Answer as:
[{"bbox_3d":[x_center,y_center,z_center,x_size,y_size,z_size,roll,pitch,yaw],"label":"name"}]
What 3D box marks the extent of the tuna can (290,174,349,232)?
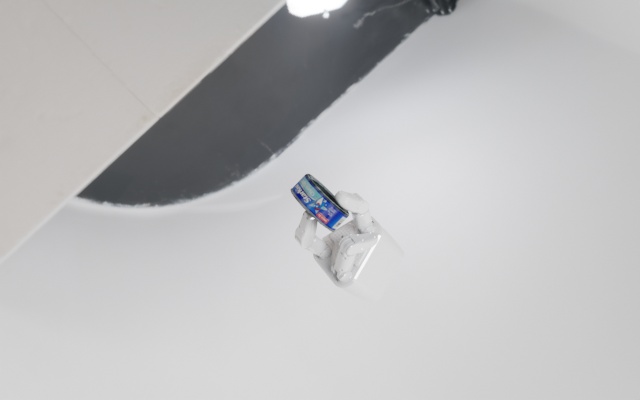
[{"bbox_3d":[0.000,0.002,0.668,0.086,0.034,0.086,44,7,-7],"label":"tuna can"}]
